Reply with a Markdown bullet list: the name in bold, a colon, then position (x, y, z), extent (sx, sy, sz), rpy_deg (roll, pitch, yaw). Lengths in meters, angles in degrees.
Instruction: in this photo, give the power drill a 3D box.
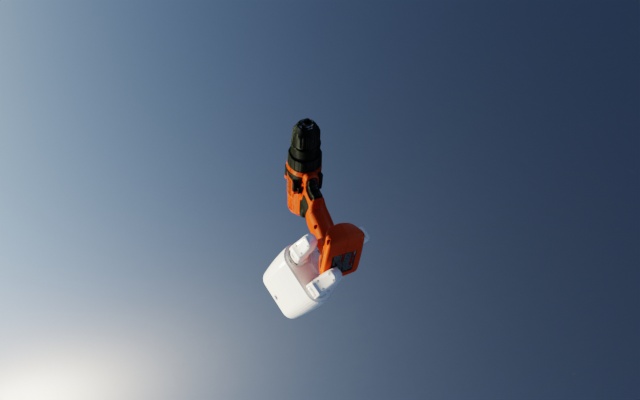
- **power drill**: position (0.000, 0.003, 0.676), extent (0.057, 0.187, 0.185), rpy_deg (-14, -37, -14)
